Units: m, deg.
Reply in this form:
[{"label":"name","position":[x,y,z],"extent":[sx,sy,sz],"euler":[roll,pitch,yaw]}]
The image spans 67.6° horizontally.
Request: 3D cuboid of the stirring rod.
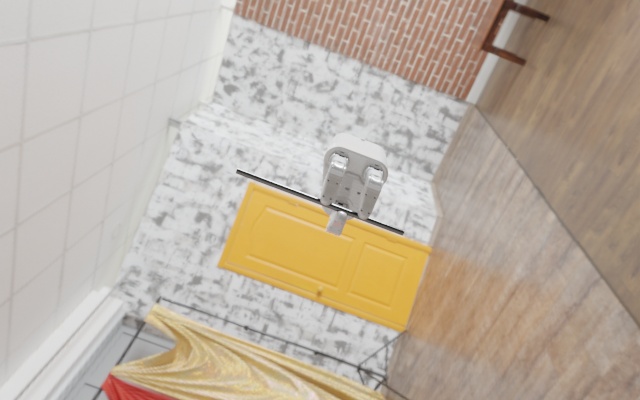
[{"label":"stirring rod","position":[0.000,0.002,0.645],"extent":[0.239,0.011,0.011],"euler":[21,-1,-2]}]
